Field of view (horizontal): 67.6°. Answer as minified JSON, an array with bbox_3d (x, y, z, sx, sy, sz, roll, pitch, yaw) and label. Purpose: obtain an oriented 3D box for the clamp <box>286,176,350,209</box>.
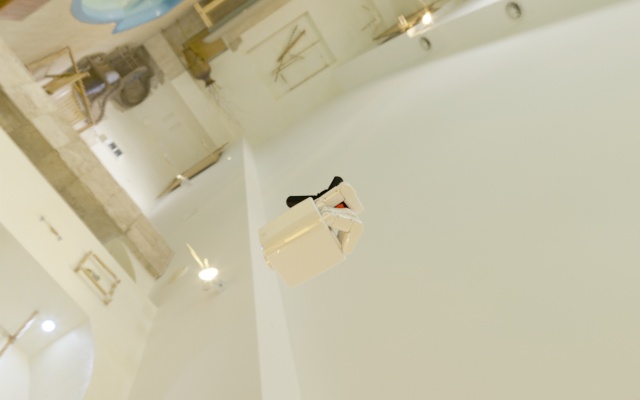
[{"bbox_3d":[0.001,0.003,0.868,0.120,0.039,0.171,-26,18,-1],"label":"clamp"}]
